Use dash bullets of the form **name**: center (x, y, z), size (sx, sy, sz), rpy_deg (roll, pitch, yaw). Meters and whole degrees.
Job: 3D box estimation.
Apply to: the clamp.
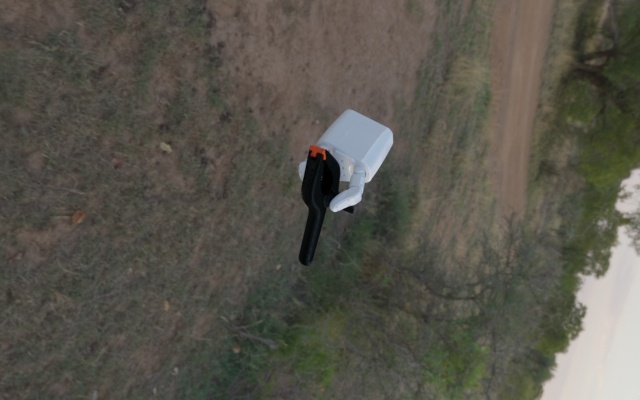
- **clamp**: center (0.001, 0.002, 0.812), size (0.036, 0.164, 0.210), rpy_deg (19, -36, 27)
